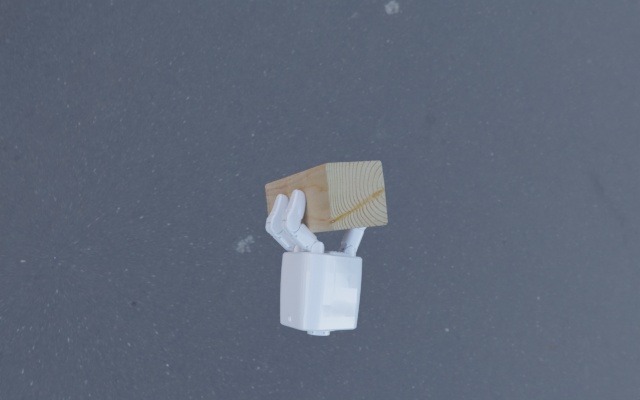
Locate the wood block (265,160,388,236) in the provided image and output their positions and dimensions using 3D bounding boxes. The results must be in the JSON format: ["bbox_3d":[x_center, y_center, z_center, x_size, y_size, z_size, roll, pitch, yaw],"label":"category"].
[{"bbox_3d":[0.000,0.003,0.717,0.091,0.090,0.206,-4,-4,-29],"label":"wood block"}]
